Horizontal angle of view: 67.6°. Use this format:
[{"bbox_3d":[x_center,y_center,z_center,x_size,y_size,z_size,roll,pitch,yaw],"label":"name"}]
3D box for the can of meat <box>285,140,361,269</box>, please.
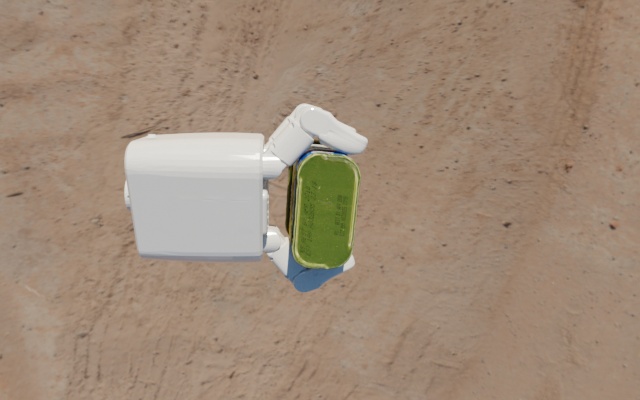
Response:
[{"bbox_3d":[0.000,0.002,0.423,0.057,0.102,0.084,3,13,-6],"label":"can of meat"}]
